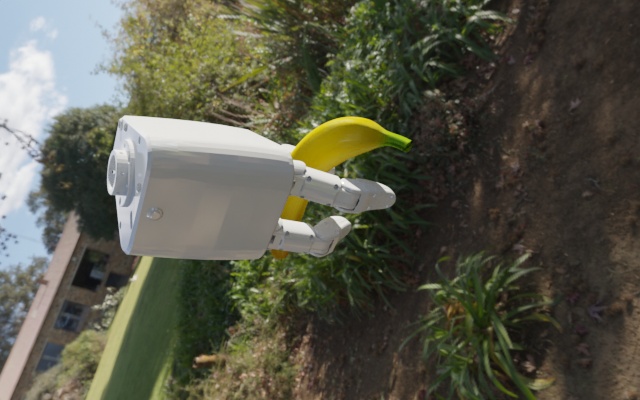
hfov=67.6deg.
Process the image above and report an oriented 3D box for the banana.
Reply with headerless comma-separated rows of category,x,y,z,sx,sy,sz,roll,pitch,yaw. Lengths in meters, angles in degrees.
banana,-0.008,-0.016,0.437,0.037,0.069,0.198,-20,-18,-48
